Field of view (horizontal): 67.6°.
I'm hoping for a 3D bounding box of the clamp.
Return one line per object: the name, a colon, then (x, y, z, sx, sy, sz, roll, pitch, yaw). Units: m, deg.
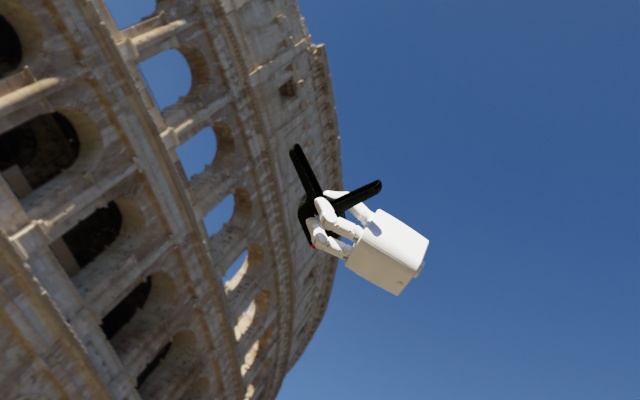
clamp: (0.001, 0.003, 0.837, 0.164, 0.210, 0.036, 30, 45, 7)
